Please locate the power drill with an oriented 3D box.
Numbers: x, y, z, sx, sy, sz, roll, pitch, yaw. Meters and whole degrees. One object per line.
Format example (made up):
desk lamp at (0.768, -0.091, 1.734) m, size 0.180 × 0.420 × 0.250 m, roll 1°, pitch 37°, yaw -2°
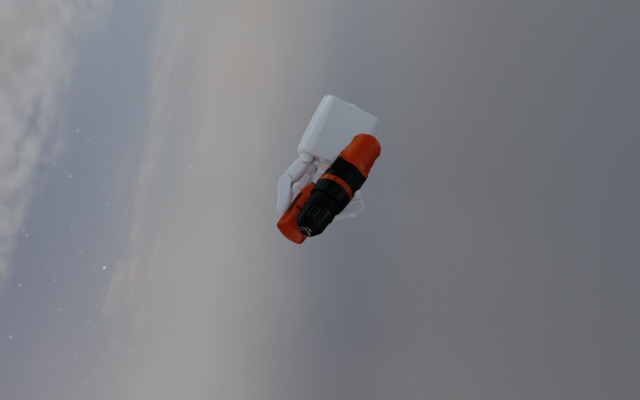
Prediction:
power drill at (0.000, 0.002, 0.701) m, size 0.184 × 0.057 × 0.188 m, roll -51°, pitch 6°, yaw -31°
